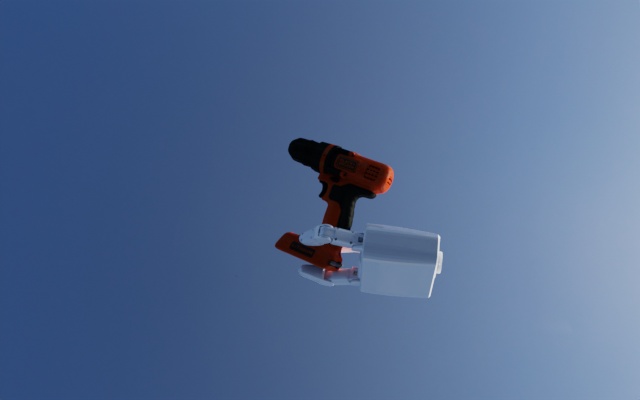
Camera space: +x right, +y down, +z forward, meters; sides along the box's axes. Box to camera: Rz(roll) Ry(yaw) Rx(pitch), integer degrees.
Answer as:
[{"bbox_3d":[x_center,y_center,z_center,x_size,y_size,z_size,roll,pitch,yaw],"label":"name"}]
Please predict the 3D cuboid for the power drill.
[{"bbox_3d":[0.000,0.003,0.747,0.184,0.187,0.057,21,-3,27],"label":"power drill"}]
